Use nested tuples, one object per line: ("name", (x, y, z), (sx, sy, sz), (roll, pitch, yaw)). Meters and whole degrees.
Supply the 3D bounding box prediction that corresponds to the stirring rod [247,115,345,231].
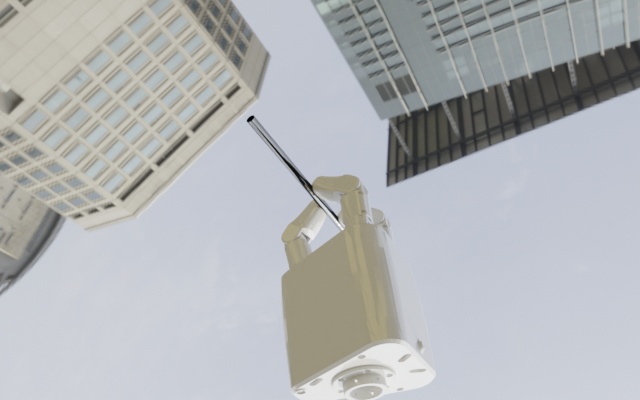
("stirring rod", (0.000, 0.002, 0.476), (0.011, 0.011, 0.240), (0, -35, 36))
